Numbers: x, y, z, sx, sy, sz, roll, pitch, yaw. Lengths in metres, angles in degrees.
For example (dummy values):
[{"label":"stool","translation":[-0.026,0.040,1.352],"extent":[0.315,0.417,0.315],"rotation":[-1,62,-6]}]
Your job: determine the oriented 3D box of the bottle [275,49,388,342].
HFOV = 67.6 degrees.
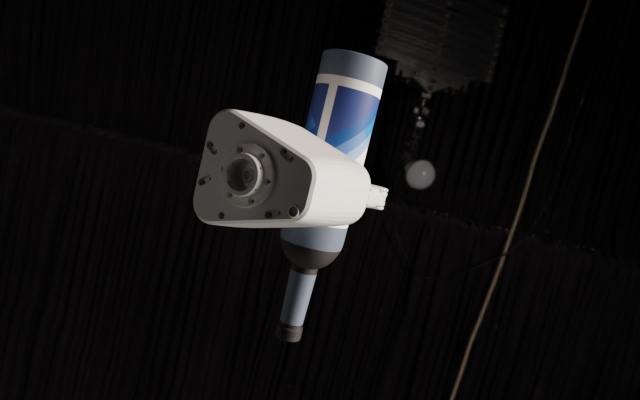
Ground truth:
[{"label":"bottle","translation":[0.000,0.001,0.490],"extent":[0.069,0.296,0.069],"rotation":[14,5,-1]}]
